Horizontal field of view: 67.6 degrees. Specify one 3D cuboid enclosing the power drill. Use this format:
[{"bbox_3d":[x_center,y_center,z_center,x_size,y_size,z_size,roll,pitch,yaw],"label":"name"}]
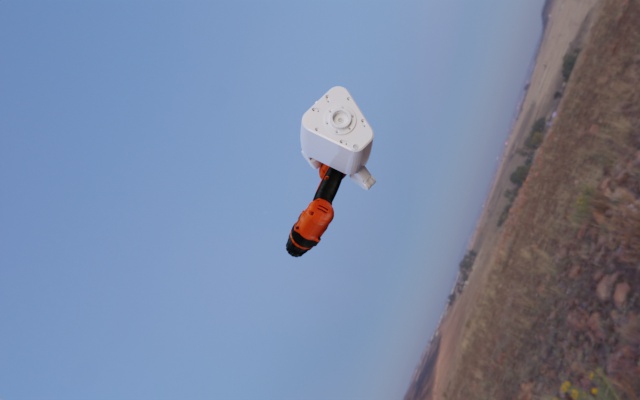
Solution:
[{"bbox_3d":[0.000,0.002,0.870,0.057,0.187,0.184,26,-32,-7],"label":"power drill"}]
